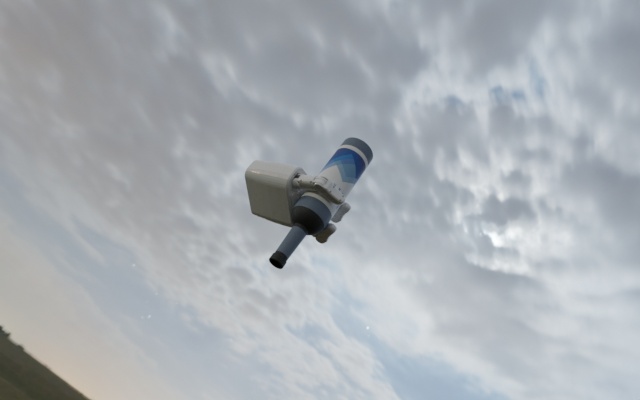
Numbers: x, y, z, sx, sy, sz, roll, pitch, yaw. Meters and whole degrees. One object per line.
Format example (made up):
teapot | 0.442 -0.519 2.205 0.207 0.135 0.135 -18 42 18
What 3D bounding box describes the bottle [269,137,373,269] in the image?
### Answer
bottle | 0.000 0.003 0.856 0.069 0.069 0.295 0 43 43
